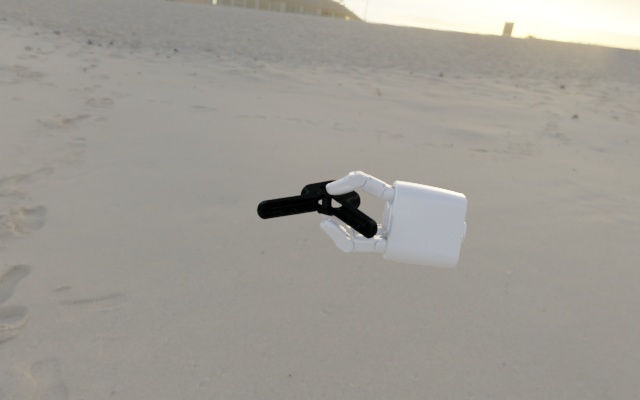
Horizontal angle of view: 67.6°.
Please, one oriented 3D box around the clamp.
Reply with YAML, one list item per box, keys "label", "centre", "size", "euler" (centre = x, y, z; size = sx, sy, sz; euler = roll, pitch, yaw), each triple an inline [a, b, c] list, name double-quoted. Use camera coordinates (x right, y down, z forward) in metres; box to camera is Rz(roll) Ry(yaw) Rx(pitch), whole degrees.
- label: "clamp"
  centre: [0.000, 0.001, 0.721]
  size: [0.164, 0.036, 0.210]
  euler: [9, 16, 1]
